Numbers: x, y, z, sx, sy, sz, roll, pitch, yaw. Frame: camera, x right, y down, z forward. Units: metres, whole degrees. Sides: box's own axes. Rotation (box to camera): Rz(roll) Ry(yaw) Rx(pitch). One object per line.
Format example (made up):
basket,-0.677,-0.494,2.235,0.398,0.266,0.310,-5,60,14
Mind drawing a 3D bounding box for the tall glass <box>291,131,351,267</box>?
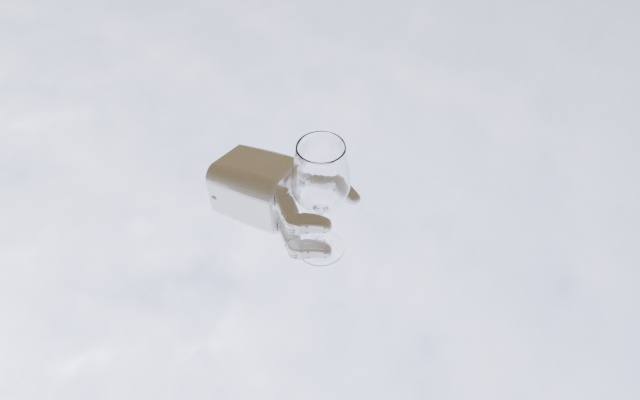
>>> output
tall glass,0.000,0.003,0.653,0.079,0.079,0.201,0,-43,-1
